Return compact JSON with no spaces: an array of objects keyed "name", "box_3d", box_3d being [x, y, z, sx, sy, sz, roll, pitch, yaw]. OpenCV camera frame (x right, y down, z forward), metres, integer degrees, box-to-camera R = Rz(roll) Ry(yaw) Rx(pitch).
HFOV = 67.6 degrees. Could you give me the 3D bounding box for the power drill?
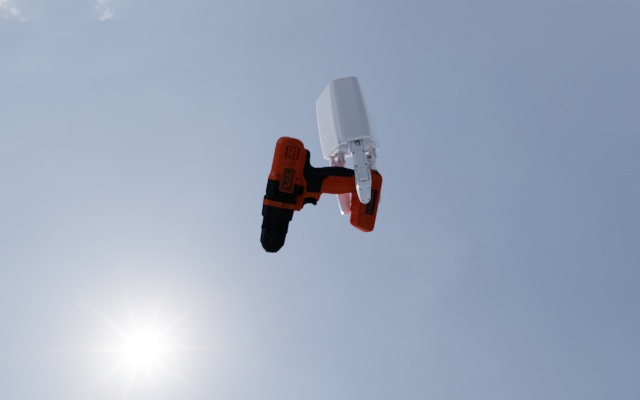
[{"name":"power drill","box_3d":[0.001,0.002,0.773,0.187,0.184,0.057,10,3,-22]}]
